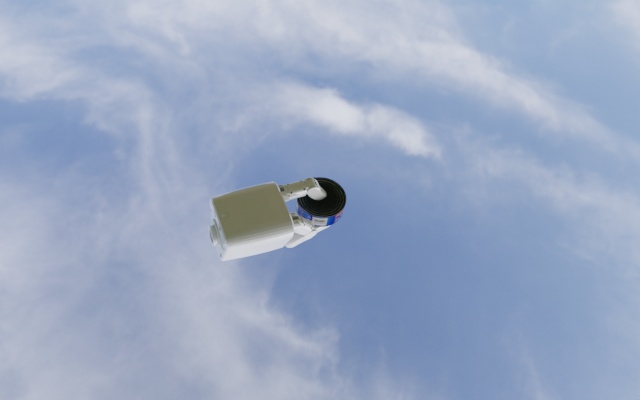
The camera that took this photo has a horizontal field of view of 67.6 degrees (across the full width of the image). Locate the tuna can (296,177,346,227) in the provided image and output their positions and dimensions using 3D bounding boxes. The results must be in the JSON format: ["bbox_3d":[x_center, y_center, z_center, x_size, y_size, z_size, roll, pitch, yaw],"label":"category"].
[{"bbox_3d":[0.000,0.003,0.827,0.086,0.086,0.034,0,-36,-9],"label":"tuna can"}]
